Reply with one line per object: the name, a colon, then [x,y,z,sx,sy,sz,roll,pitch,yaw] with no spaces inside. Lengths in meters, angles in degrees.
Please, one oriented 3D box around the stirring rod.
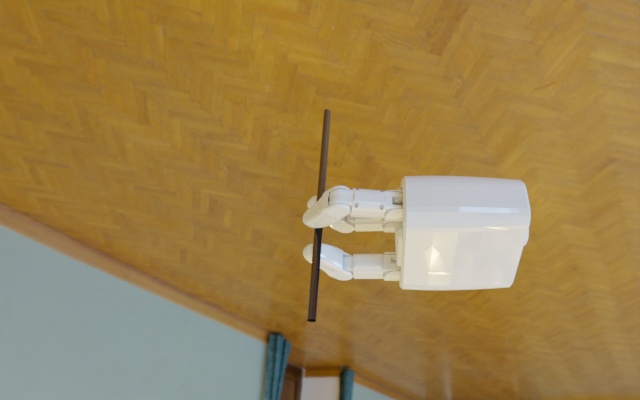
stirring rod: [0.000,0.001,0.474,0.011,0.239,0.011,3,-32,2]
